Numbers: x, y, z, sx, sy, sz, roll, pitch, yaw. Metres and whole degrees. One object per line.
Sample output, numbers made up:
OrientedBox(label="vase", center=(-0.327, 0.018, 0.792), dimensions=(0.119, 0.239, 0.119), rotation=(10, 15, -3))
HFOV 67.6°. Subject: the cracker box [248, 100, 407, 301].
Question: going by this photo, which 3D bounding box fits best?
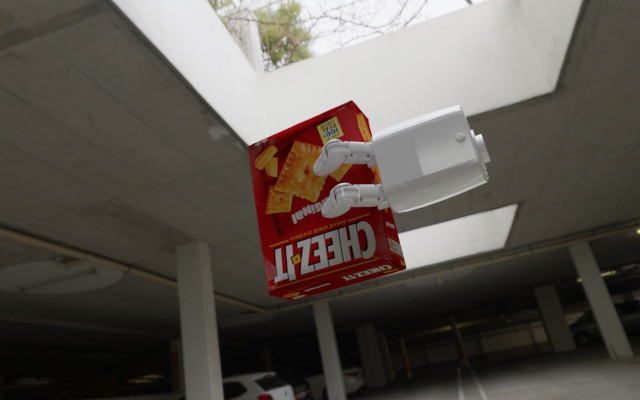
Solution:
OrientedBox(label="cracker box", center=(0.000, 0.002, 0.610), dimensions=(0.164, 0.213, 0.072), rotation=(-19, -23, 21))
